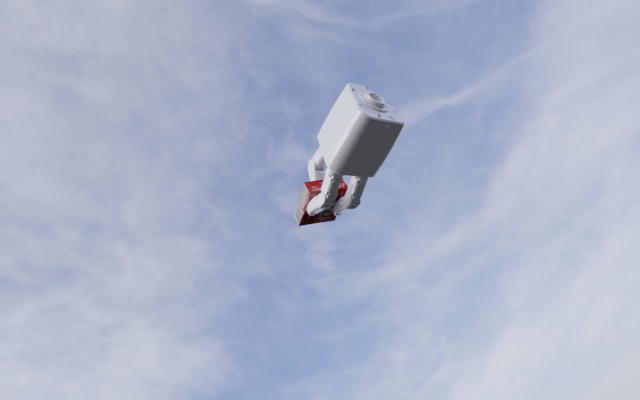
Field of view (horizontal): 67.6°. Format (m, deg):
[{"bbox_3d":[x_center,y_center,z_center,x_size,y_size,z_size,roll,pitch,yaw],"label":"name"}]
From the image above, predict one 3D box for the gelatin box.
[{"bbox_3d":[0.000,0.003,0.823,0.073,0.030,0.089,-8,-39,-27],"label":"gelatin box"}]
